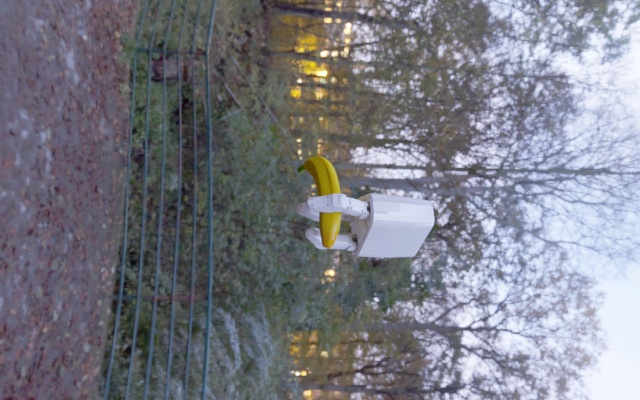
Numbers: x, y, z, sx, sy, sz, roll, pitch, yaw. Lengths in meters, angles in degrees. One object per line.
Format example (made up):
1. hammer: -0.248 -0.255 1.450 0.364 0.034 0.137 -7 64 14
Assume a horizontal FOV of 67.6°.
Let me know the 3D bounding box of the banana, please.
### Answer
1. banana: 0.006 -0.013 0.774 0.037 0.070 0.197 7 39 -22
